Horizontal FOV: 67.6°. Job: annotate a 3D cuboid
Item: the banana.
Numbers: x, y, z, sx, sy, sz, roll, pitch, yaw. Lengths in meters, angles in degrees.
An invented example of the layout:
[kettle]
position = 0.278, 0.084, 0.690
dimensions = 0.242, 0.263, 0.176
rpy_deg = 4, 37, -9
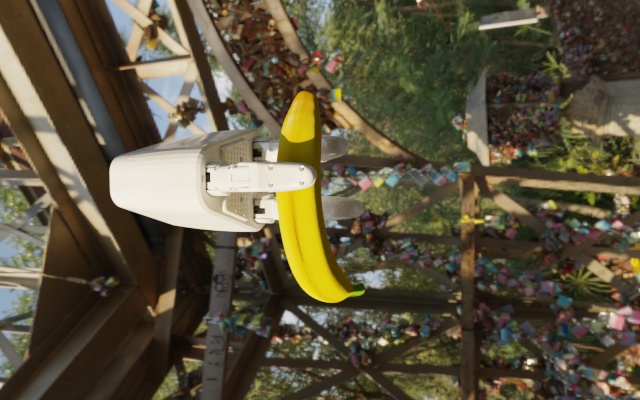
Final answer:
[banana]
position = -0.007, 0.012, 0.399
dimensions = 0.037, 0.198, 0.069
rpy_deg = 0, 26, 29
